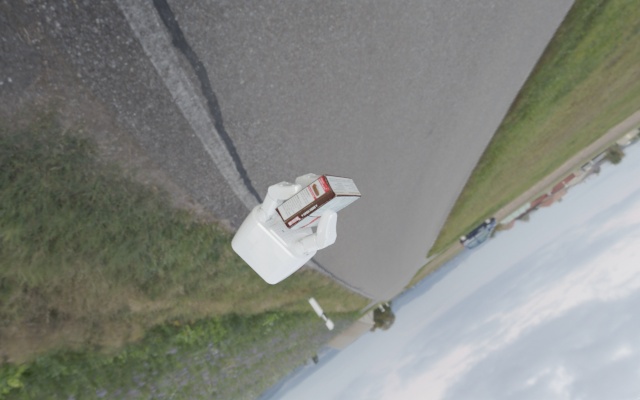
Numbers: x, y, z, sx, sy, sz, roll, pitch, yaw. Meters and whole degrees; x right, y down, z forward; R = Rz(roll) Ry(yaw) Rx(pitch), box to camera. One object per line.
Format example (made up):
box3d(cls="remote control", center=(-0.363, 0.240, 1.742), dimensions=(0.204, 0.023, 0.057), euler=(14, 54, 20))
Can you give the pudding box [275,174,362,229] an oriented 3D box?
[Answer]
box3d(cls="pudding box", center=(0.000, 0.002, 0.692), dimensions=(0.090, 0.039, 0.113), euler=(-35, -11, 18))
